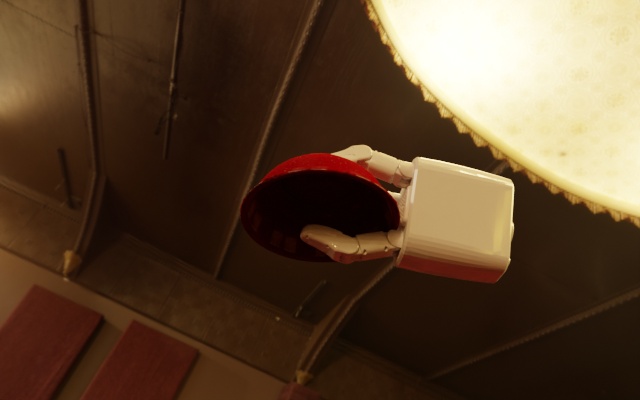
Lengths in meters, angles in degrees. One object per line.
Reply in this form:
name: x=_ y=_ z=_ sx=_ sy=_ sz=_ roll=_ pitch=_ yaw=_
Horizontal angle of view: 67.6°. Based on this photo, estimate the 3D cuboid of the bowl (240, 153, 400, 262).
bowl: x=-0.001 y=0.001 z=0.497 sx=0.162 sy=0.055 sz=0.162 roll=1 pitch=-37 yaw=1
